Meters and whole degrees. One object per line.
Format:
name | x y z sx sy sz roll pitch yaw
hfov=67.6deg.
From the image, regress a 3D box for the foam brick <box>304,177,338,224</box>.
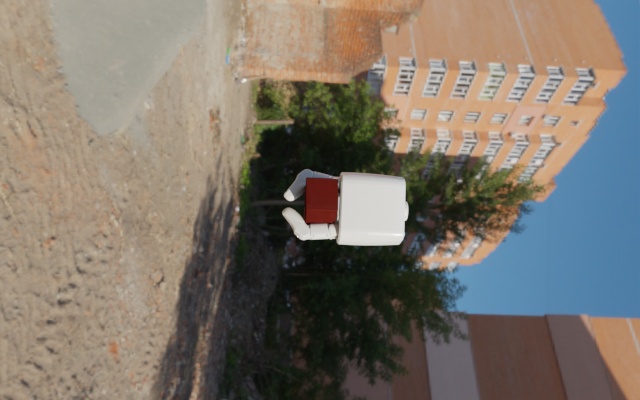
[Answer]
foam brick | 0.000 0.002 0.757 0.051 0.053 0.078 3 -21 -2
